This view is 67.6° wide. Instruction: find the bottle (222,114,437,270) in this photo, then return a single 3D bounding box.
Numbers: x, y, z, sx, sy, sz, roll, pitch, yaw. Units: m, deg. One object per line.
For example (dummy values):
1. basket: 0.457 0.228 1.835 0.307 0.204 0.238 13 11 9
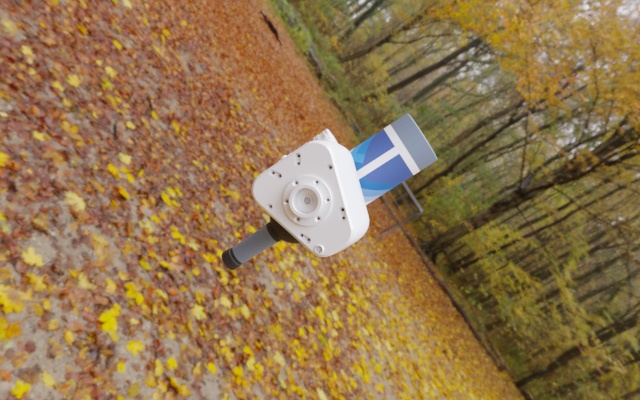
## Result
1. bottle: 0.000 0.002 0.597 0.296 0.069 0.069 -33 -7 11
